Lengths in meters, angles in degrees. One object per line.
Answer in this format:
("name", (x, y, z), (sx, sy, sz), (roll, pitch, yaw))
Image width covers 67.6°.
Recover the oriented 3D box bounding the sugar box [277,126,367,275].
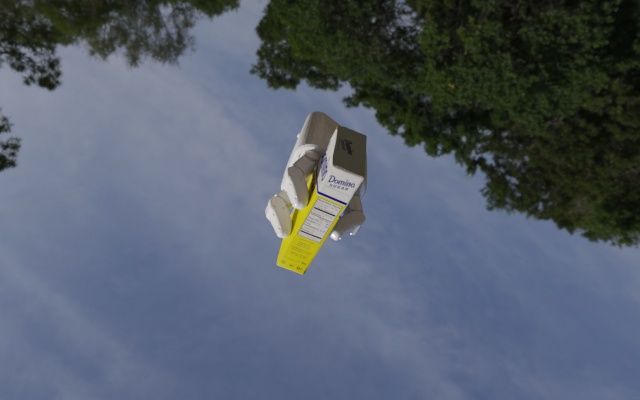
("sugar box", (0.000, 0.002, 0.596), (0.048, 0.176, 0.093), (20, 37, -9))
